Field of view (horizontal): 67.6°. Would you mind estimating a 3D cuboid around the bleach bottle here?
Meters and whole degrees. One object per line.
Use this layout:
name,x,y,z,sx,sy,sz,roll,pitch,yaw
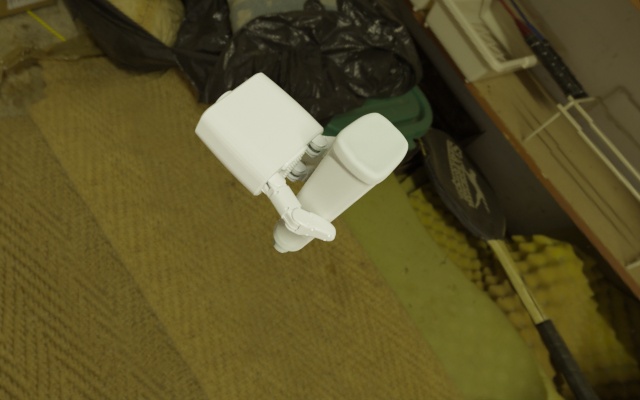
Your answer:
bleach bottle,0.000,0.002,0.595,0.102,0.068,0.251,-41,-4,-45
